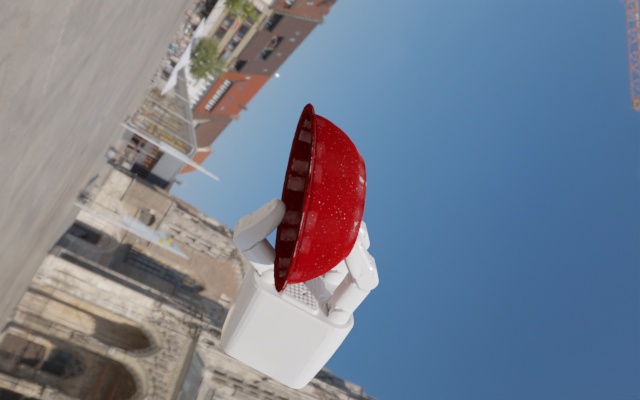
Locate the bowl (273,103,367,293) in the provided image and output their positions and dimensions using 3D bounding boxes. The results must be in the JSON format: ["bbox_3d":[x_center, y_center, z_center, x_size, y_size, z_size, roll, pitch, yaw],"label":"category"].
[{"bbox_3d":[0.001,0.001,0.411,0.055,0.162,0.162,9,-2,-10],"label":"bowl"}]
